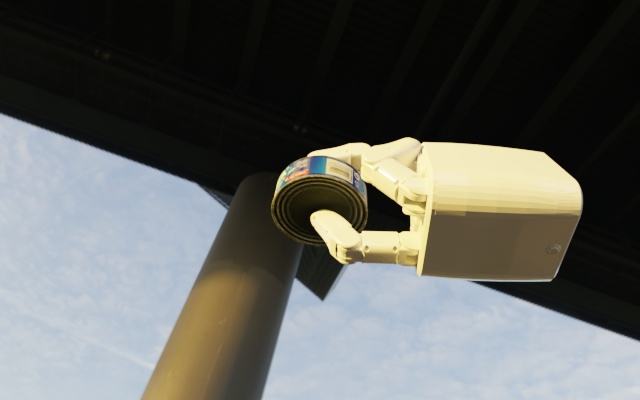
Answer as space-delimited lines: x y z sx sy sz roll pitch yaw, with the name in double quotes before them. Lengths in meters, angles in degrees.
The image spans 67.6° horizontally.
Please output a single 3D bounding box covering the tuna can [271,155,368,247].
"tuna can" 0.000 0.001 0.436 0.086 0.086 0.033 0 41 5
